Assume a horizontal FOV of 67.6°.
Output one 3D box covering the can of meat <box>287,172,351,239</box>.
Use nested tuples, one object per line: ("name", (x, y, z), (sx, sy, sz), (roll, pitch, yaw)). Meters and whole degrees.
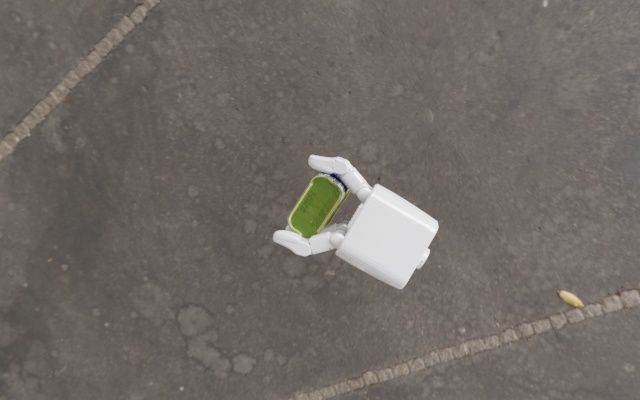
("can of meat", (0.000, 0.002, 0.715), (0.057, 0.102, 0.084), (34, 17, 3))
